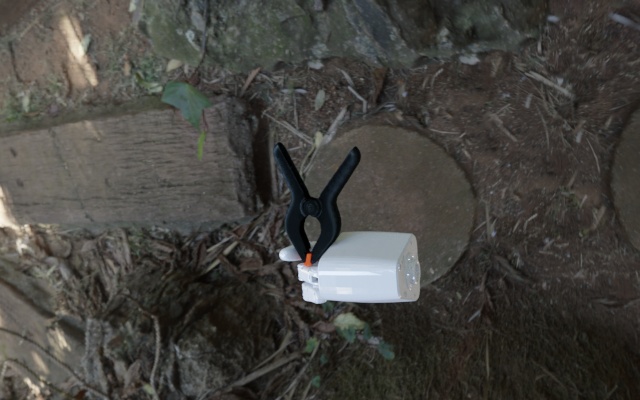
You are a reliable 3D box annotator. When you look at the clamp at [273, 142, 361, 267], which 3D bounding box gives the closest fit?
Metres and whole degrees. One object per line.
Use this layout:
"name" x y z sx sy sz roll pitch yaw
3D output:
"clamp" 0.000 0.002 0.643 0.120 0.171 0.039 -3 8 23
